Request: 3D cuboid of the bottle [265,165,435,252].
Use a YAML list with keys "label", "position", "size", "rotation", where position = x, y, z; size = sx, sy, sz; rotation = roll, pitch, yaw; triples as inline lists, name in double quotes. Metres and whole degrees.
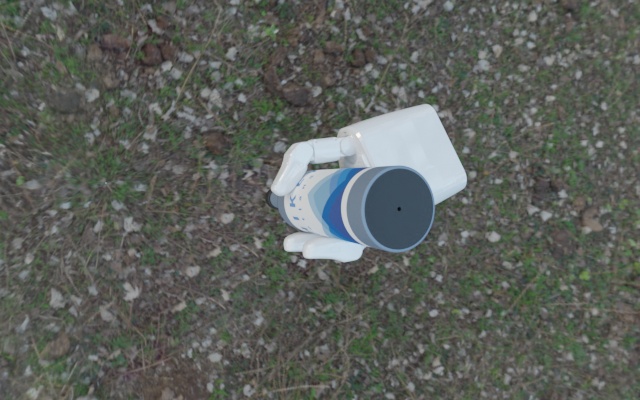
- label: "bottle"
  position: [0.000, 0.002, 0.496]
  size: [0.069, 0.069, 0.295]
  rotation: [0, 2, -24]
